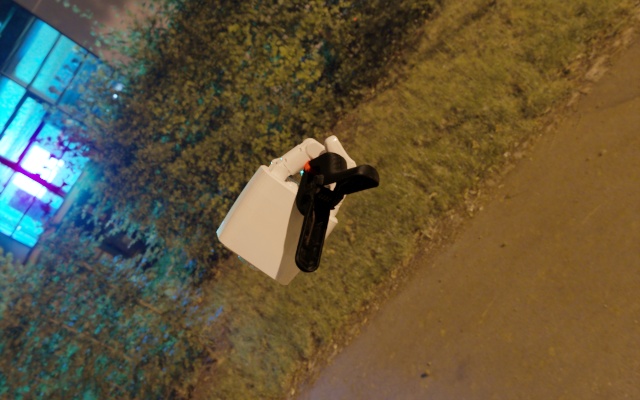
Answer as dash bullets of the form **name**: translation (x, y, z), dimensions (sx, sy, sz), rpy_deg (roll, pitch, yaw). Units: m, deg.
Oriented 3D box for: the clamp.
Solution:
- **clamp**: translation (0.000, 0.001, 0.510), dimensions (0.039, 0.120, 0.171), rpy_deg (36, 4, -17)
